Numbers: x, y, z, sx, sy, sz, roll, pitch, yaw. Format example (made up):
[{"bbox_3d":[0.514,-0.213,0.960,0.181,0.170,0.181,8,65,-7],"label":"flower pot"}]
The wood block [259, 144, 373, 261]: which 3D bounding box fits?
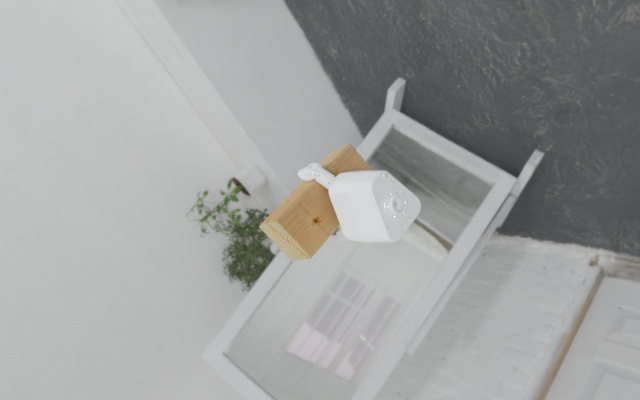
[{"bbox_3d":[0.000,0.003,0.868,0.206,0.091,0.090,-47,13,-25],"label":"wood block"}]
